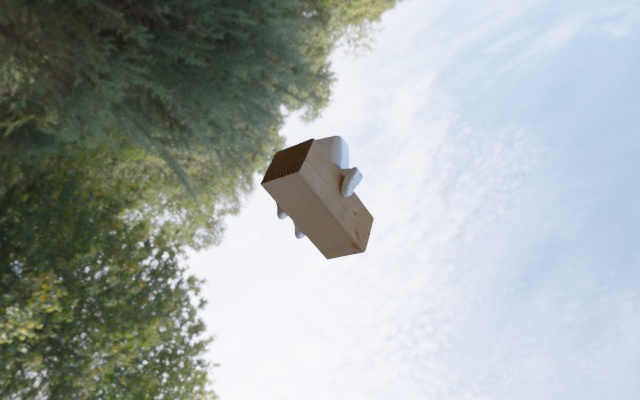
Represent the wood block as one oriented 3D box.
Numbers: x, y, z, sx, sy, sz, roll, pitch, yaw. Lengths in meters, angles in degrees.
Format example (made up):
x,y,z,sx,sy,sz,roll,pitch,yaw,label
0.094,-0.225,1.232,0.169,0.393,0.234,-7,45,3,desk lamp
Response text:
x,y,z,sx,sy,sz,roll,pitch,yaw,label
0.001,0.003,0.851,0.091,0.090,0.206,-17,-54,35,wood block
